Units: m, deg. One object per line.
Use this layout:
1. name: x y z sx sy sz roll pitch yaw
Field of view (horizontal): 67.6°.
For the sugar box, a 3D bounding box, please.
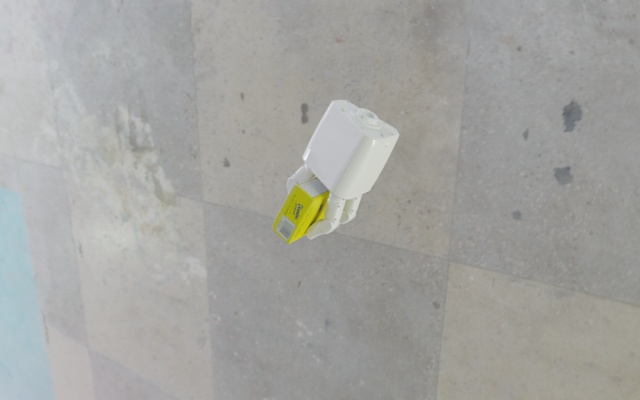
1. sugar box: 0.001 0.003 0.792 0.048 0.093 0.176 41 32 18
